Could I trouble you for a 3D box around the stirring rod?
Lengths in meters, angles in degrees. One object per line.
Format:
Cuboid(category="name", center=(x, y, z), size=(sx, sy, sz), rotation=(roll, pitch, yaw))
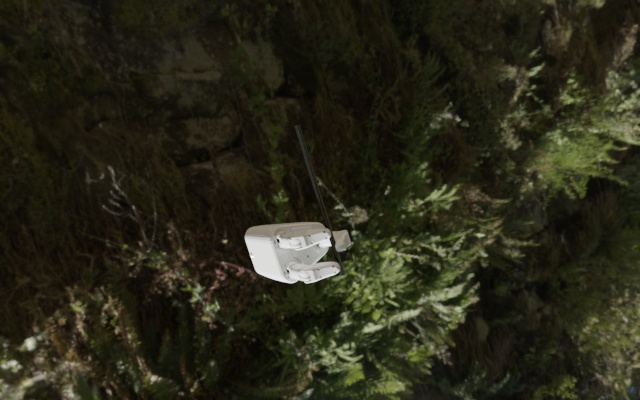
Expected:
Cuboid(category="stirring rod", center=(0.000, 0.002, 0.724), size=(0.011, 0.239, 0.011), rotation=(-16, 10, 3))
